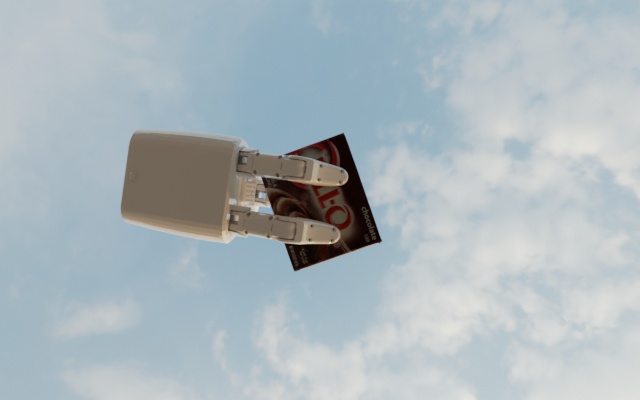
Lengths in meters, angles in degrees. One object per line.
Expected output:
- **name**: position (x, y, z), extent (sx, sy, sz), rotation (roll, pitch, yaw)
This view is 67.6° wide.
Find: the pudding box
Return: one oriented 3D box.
- **pudding box**: position (0.000, 0.002, 0.469), extent (0.090, 0.113, 0.039), rotation (-20, -1, 6)
